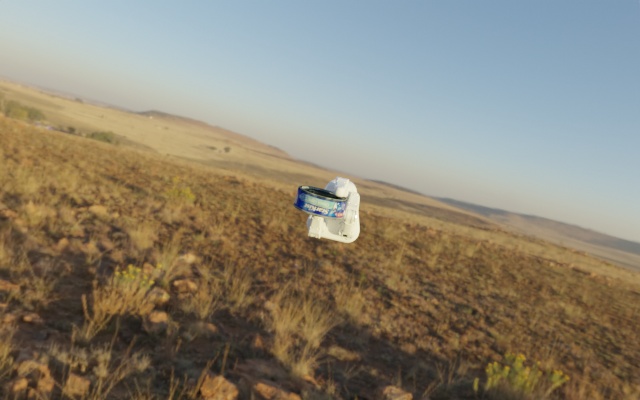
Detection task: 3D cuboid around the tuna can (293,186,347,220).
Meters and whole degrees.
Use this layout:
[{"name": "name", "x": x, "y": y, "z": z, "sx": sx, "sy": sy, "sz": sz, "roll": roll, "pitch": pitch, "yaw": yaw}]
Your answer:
[{"name": "tuna can", "x": 0.000, "y": 0.002, "z": 0.796, "sx": 0.086, "sy": 0.034, "sz": 0.086, "roll": 15, "pitch": 10, "yaw": -3}]
